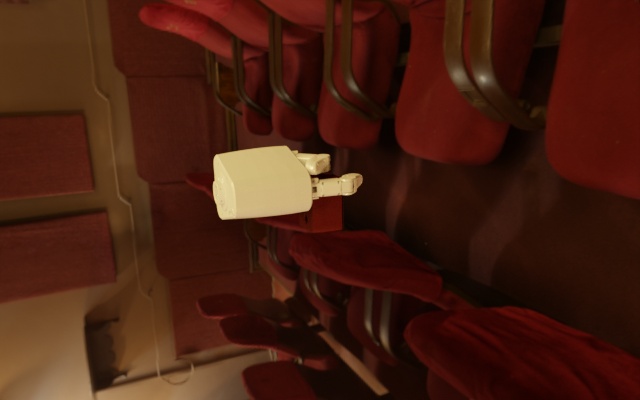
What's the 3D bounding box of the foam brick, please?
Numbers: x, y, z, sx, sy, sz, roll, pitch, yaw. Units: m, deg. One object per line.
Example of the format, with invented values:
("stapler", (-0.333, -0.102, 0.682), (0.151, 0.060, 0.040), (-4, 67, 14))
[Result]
("foam brick", (0.000, 0.003, 0.695), (0.051, 0.078, 0.053), (-8, 17, -24))
